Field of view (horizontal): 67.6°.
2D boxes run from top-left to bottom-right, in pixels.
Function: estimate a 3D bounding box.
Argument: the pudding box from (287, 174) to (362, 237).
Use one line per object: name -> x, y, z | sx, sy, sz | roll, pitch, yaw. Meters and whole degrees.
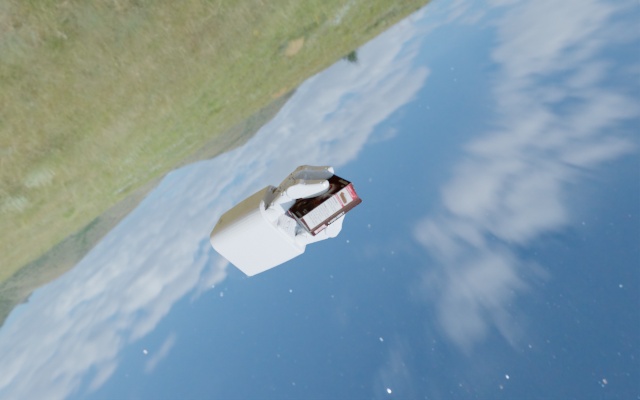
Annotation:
pudding box -> 0.000, 0.002, 0.705 | 0.090, 0.039, 0.113 | -36, 21, -7
